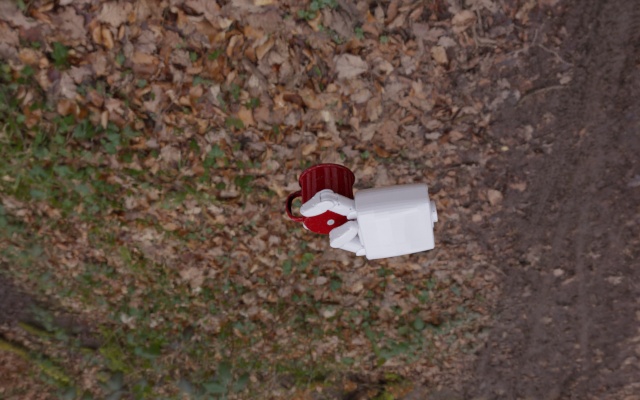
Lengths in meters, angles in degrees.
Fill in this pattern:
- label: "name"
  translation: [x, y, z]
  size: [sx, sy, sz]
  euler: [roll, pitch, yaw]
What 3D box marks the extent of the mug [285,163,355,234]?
- label: "mug"
  translation: [-0.001, 0.003, 0.759]
  size: [0.117, 0.081, 0.093]
  euler: [-10, -34, 11]
